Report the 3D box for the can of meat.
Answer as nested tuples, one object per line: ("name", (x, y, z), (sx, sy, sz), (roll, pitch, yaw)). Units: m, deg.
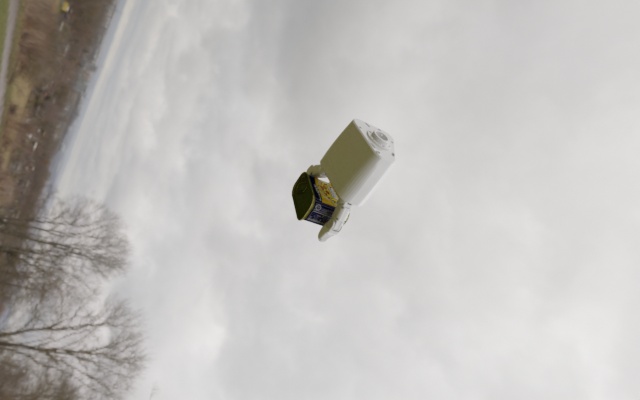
("can of meat", (0.000, 0.003, 0.892), (0.084, 0.057, 0.102), (20, 32, -27))
